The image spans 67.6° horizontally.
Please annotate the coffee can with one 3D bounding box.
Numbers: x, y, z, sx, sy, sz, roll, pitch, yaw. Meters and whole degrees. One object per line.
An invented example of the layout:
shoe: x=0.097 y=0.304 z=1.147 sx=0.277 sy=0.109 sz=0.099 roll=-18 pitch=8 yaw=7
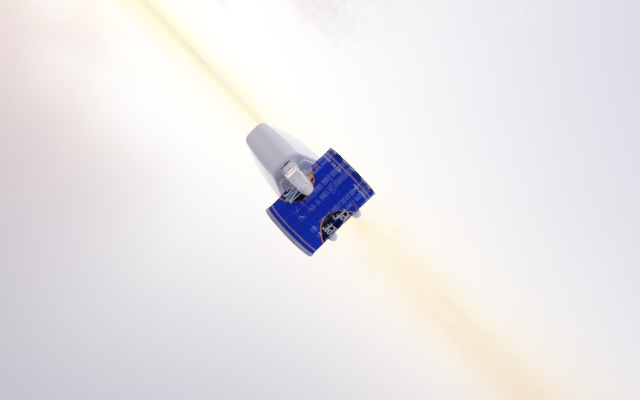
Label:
coffee can: x=0.000 y=0.003 z=0.738 sx=0.140 sy=0.103 sz=0.103 roll=-44 pitch=-2 yaw=1
